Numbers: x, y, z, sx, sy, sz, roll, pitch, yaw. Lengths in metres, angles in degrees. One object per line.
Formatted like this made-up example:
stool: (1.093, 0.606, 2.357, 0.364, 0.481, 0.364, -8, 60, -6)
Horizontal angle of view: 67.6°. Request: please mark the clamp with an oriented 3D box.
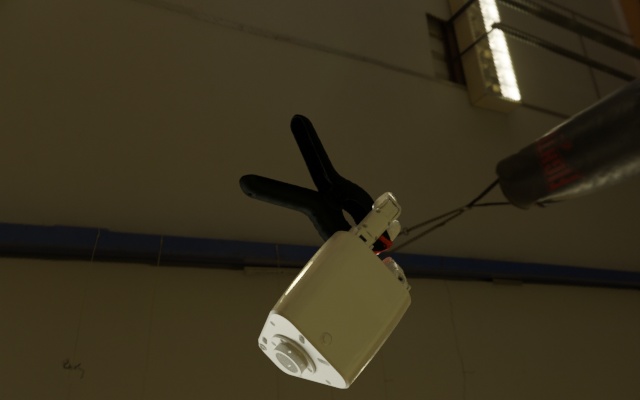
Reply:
clamp: (0.000, 0.002, 0.488, 0.120, 0.171, 0.039, -45, 5, -35)
